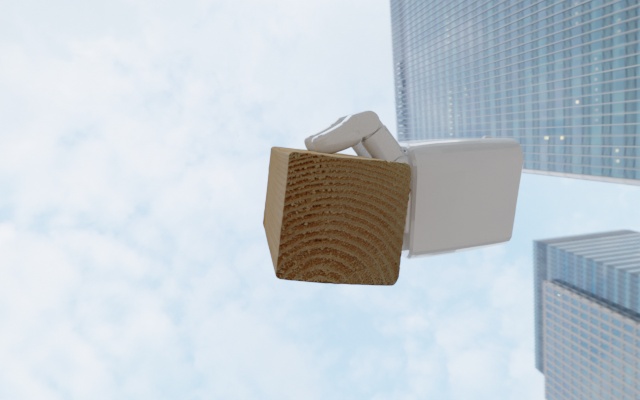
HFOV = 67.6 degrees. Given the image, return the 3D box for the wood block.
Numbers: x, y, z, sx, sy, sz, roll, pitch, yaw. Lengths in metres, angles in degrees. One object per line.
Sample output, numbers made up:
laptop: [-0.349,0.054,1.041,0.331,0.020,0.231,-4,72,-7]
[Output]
wood block: [0.000,0.002,0.429,0.090,0.091,0.206,5,6,-10]
